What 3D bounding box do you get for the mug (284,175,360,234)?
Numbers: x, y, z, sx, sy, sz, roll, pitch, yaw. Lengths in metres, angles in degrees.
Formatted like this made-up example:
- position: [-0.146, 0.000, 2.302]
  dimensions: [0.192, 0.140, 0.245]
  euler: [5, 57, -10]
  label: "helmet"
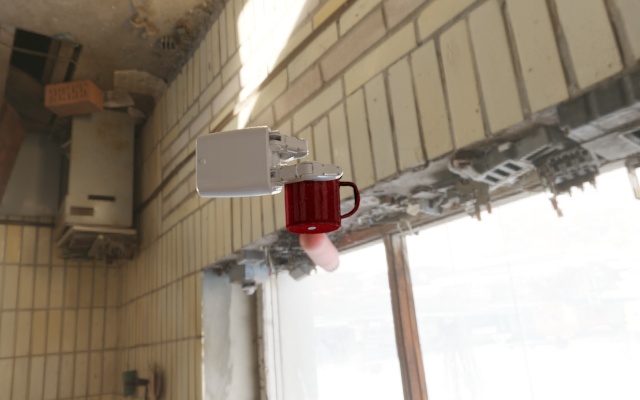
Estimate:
- position: [0.002, 0.002, 0.702]
  dimensions: [0.117, 0.081, 0.093]
  euler: [-4, -15, 5]
  label: "mug"
